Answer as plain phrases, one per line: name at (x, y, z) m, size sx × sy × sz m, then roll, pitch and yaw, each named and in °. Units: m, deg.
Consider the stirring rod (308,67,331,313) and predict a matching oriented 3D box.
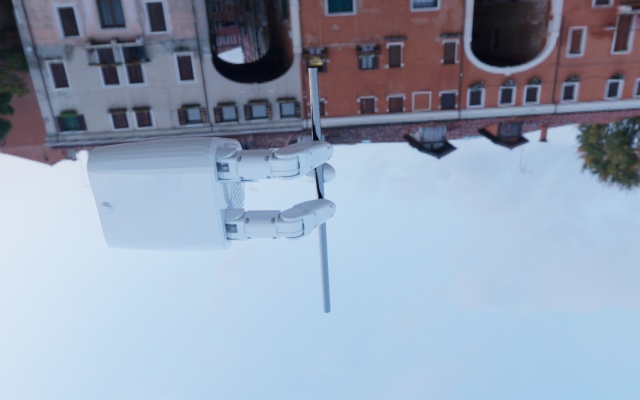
stirring rod at (0.000, 0.001, 0.440) m, size 0.011 × 0.240 × 0.011 m, roll -3°, pitch 23°, yaw 1°
